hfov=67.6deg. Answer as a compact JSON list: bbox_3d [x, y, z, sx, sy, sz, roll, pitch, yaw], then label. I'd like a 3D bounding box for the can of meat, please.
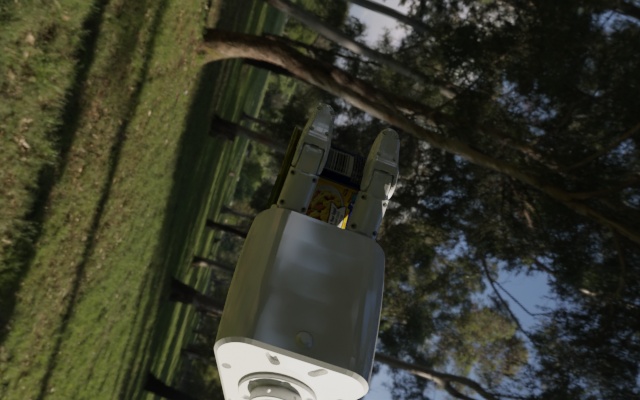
[{"bbox_3d":[0.000,0.001,0.401,0.084,0.102,0.057,20,38,-5],"label":"can of meat"}]
